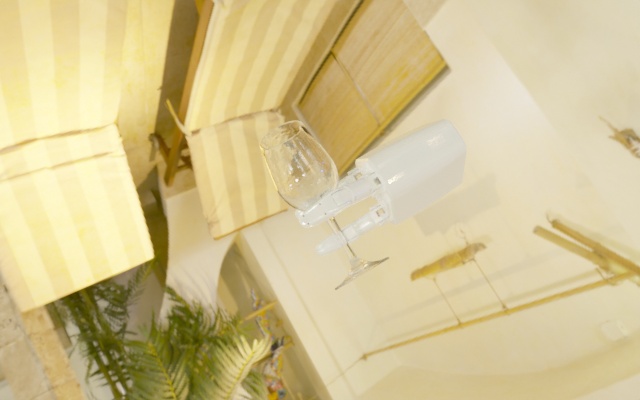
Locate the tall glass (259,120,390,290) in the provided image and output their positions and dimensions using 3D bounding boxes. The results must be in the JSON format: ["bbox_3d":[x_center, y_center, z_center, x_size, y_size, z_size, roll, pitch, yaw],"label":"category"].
[{"bbox_3d":[0.000,0.003,0.577,0.079,0.201,0.079,-30,-11,-6],"label":"tall glass"}]
